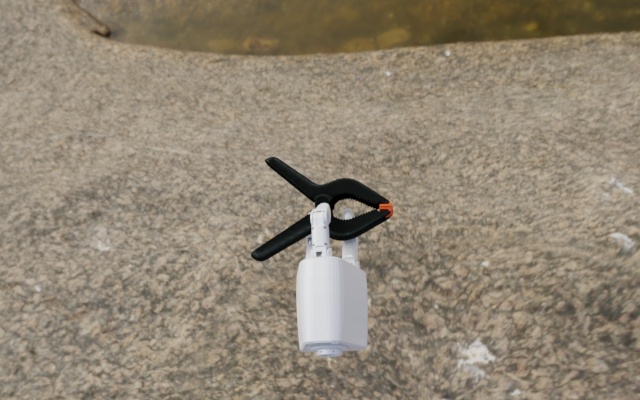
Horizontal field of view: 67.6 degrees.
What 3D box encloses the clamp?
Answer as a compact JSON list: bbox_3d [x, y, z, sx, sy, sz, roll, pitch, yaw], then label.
[{"bbox_3d":[0.000,0.002,0.704,0.210,0.164,0.036,-6,-20,10],"label":"clamp"}]
